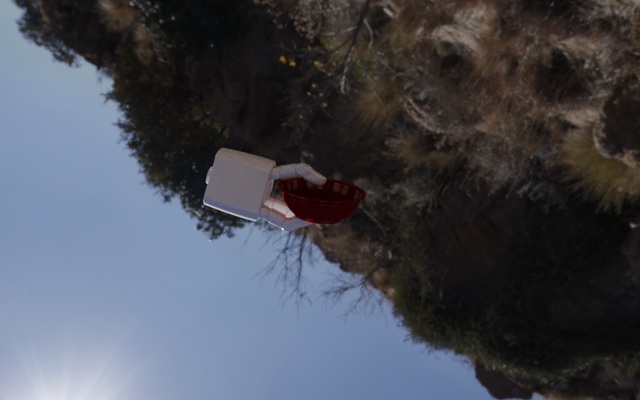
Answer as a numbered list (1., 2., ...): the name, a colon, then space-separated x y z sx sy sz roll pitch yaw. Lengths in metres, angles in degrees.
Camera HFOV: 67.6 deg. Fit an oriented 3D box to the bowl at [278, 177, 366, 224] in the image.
1. bowl: 0.001 0.004 0.873 0.162 0.055 0.162 6 16 -2
